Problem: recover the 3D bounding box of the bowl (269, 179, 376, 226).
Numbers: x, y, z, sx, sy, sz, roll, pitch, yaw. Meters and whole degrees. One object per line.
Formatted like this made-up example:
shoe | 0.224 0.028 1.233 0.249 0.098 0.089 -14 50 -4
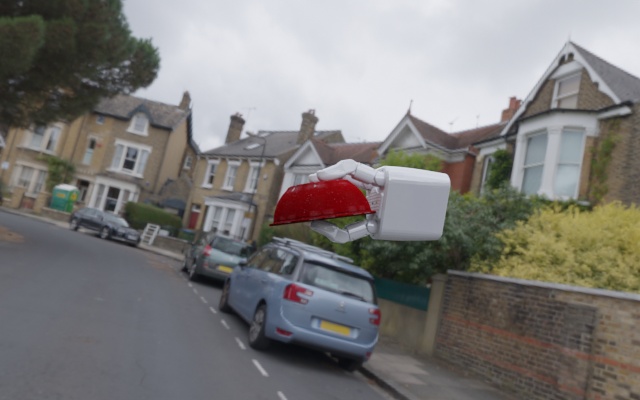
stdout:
bowl | -0.001 0.002 0.712 0.162 0.055 0.162 -8 -2 0
